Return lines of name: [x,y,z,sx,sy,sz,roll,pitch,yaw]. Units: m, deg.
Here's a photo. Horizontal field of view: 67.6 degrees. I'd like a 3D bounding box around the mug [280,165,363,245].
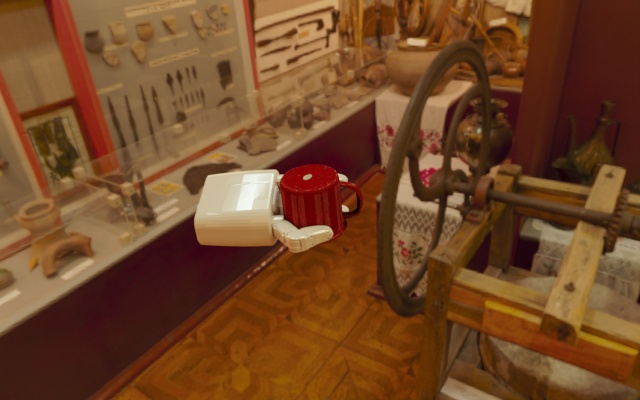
mug: [0.002,0.002,0.658,0.117,0.081,0.093,-3,30,5]
